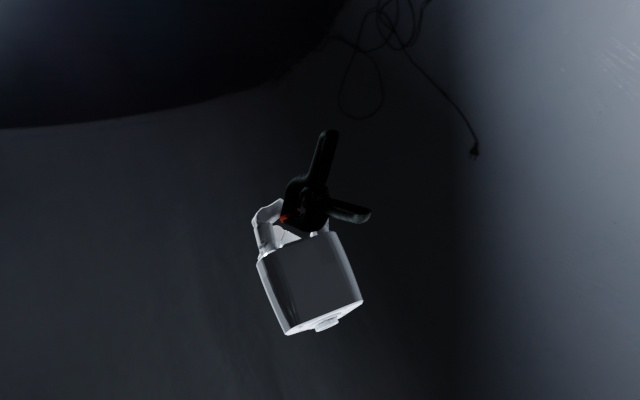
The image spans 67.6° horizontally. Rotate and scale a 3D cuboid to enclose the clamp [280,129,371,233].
[{"bbox_3d":[-0.001,0.002,0.619,0.039,0.120,0.171,-8,-25,-31],"label":"clamp"}]
